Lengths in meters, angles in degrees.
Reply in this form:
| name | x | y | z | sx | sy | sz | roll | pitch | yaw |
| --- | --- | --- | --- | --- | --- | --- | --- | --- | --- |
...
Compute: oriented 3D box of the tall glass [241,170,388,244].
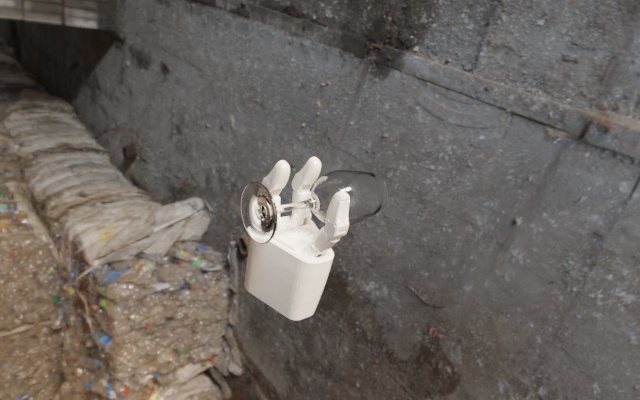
| name | x | y | z | sx | sy | sz | roll | pitch | yaw |
| --- | --- | --- | --- | --- | --- | --- | --- | --- | --- |
| tall glass | 0.000 | 0.002 | 0.629 | 0.201 | 0.079 | 0.079 | -10 | 6 | -40 |
